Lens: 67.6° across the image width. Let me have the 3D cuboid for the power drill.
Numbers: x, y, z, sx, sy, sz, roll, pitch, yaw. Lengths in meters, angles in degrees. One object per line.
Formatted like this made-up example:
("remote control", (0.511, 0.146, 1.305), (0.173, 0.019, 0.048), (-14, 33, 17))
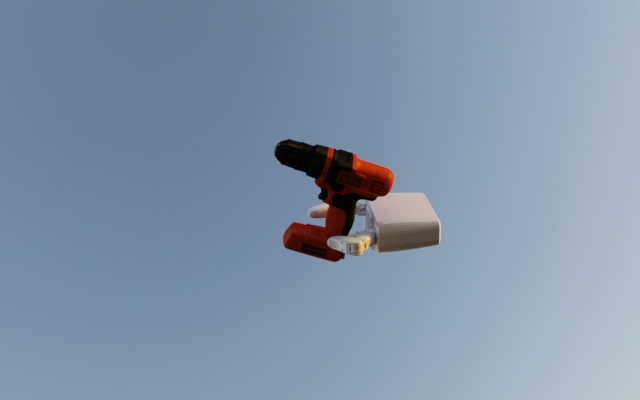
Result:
("power drill", (0.000, 0.003, 0.749), (0.184, 0.188, 0.057), (18, 36, -6))
